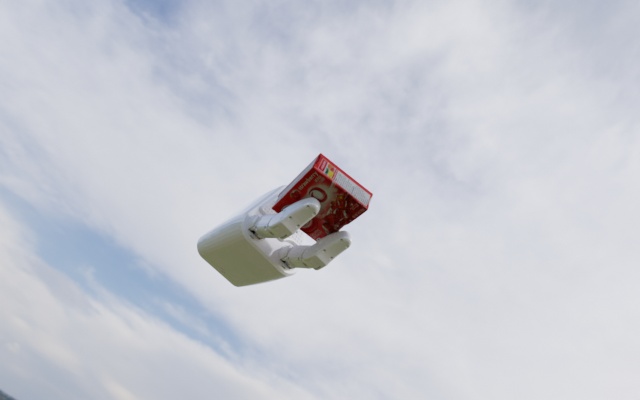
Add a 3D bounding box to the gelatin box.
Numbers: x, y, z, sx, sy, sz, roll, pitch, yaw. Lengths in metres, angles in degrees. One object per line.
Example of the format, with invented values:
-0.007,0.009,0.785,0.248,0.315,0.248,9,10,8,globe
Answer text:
0.000,0.001,0.516,0.073,0.030,0.089,38,-47,-12,gelatin box
